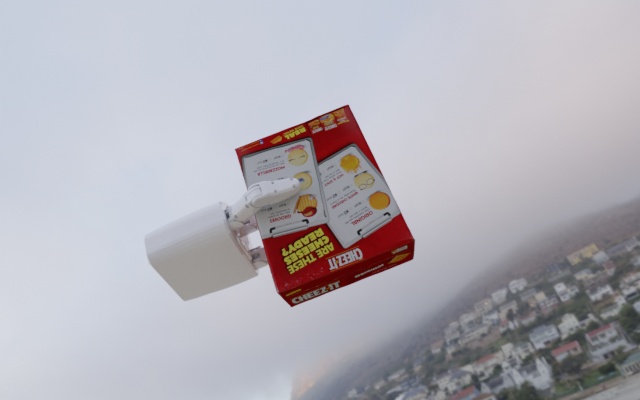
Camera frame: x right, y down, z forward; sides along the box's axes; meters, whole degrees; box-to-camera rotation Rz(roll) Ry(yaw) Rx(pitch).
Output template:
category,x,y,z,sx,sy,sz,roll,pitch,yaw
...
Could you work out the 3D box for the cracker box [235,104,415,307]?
category,x,y,z,sx,sy,sz,roll,pitch,yaw
cracker box,0.000,0.002,0.599,0.164,0.213,0.072,-21,-30,0
